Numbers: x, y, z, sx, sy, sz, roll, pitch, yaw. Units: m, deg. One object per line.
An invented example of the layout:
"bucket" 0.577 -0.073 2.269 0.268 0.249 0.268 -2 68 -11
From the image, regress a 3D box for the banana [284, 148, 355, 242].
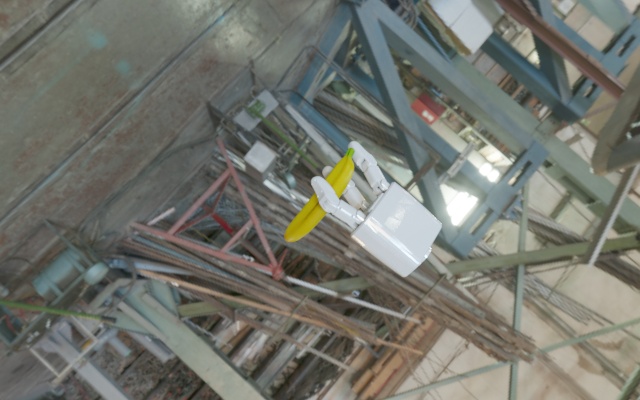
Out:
"banana" -0.001 0.004 0.779 0.037 0.198 0.069 38 16 -2
